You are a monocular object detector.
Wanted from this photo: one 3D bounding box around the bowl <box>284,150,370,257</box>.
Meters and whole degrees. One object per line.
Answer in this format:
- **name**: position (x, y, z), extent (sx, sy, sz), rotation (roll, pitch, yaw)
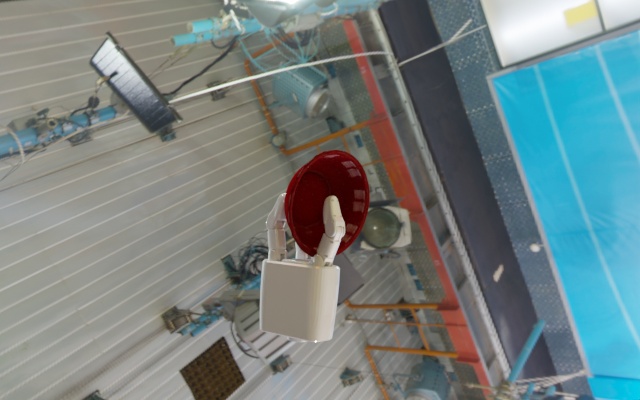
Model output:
- **bowl**: position (0.000, 0.001, 0.716), extent (0.162, 0.162, 0.055), rotation (0, 10, -42)
